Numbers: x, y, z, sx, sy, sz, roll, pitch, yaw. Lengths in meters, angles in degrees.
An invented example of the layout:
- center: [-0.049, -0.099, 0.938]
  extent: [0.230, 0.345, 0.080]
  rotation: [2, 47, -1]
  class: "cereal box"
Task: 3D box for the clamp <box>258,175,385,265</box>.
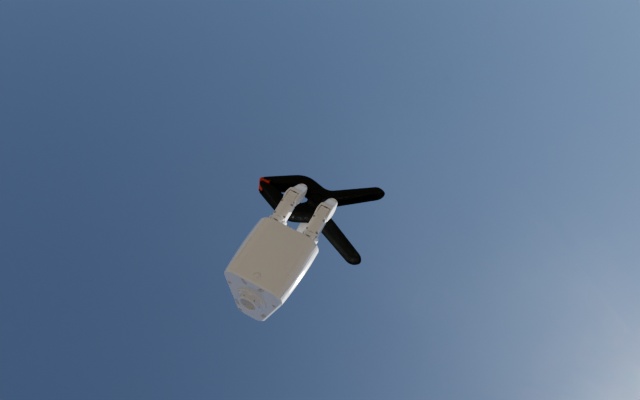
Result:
- center: [-0.001, 0.003, 0.792]
  extent: [0.210, 0.036, 0.164]
  rotation: [26, 48, 10]
  class: "clamp"
